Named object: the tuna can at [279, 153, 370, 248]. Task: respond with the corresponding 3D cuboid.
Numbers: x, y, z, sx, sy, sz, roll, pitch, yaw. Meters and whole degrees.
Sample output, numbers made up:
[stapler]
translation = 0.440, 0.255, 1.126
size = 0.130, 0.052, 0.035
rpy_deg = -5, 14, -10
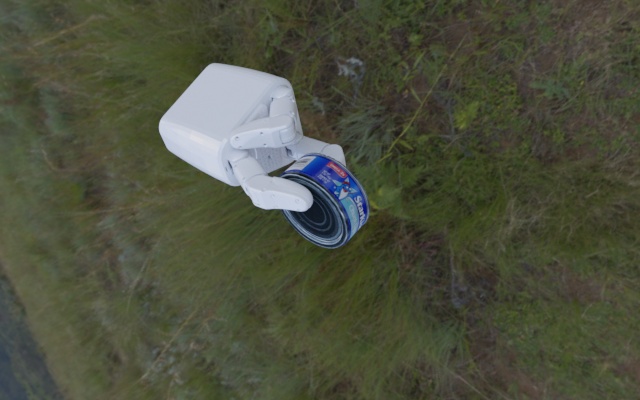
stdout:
[tuna can]
translation = 0.000, 0.002, 0.435
size = 0.086, 0.086, 0.033
rpy_deg = 0, 35, 48
